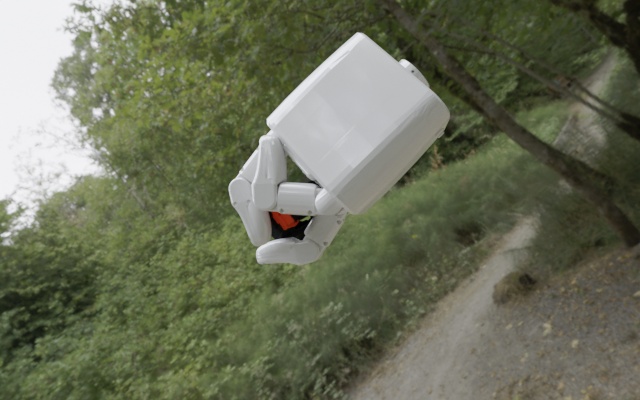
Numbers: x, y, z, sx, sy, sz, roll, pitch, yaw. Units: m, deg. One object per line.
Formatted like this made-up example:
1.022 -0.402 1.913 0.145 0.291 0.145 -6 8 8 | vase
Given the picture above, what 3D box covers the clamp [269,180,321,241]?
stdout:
0.000 0.001 0.483 0.039 0.120 0.171 45 6 8 | clamp
